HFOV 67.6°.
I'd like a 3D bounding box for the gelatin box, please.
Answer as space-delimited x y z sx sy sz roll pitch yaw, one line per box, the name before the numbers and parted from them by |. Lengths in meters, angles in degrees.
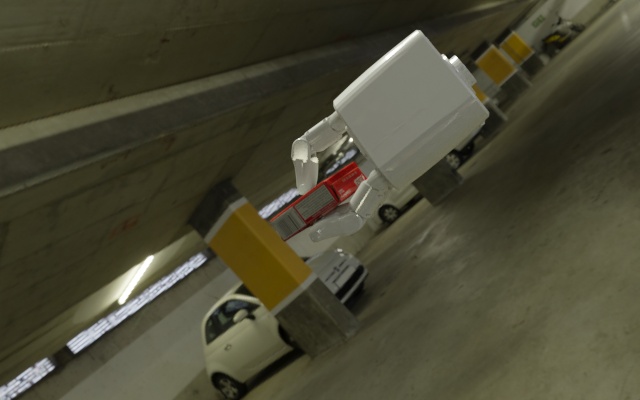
gelatin box | 0.000 0.001 0.509 0.089 0.030 0.073 -36 -1 33
